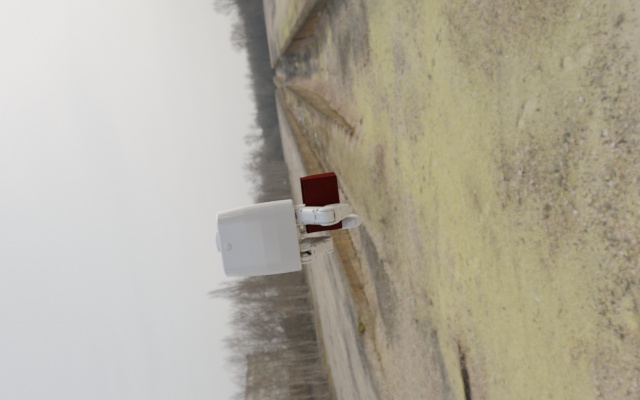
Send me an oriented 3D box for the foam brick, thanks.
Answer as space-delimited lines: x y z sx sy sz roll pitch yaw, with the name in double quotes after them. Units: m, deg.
0.000 0.002 0.681 0.051 0.078 0.053 -7 8 -2 "foam brick"
